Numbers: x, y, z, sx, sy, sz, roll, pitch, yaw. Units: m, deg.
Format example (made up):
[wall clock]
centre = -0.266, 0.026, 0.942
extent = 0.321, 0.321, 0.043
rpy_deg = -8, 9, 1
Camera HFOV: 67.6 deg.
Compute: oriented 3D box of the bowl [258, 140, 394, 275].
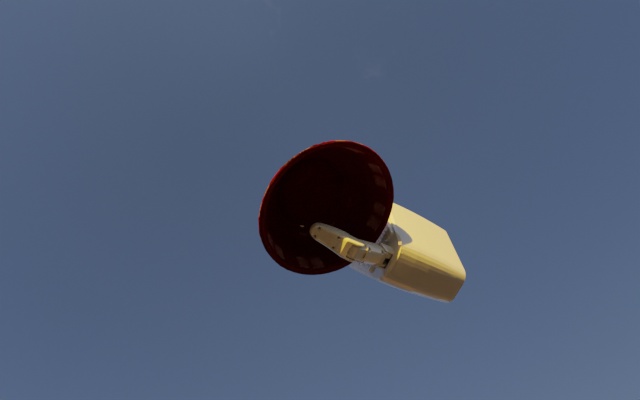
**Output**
[bowl]
centre = -0.001, 0.001, 0.539
extent = 0.162, 0.162, 0.055
rpy_deg = 0, 25, -27
